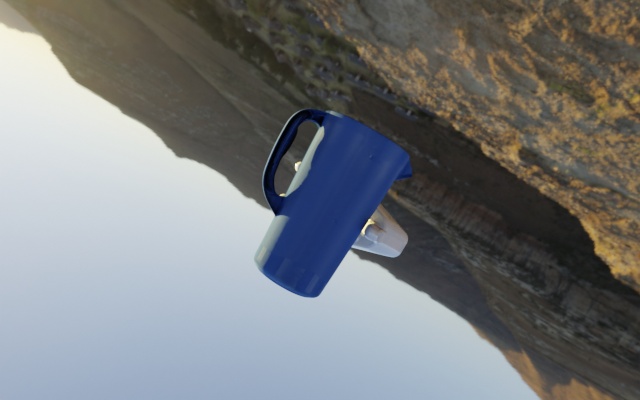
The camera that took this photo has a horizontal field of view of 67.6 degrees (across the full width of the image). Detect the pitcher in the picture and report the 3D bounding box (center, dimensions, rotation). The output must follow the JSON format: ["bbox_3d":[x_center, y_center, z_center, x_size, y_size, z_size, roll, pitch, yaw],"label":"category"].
[{"bbox_3d":[0.000,0.002,0.664,0.149,0.243,0.145,31,2,33],"label":"pitcher"}]
